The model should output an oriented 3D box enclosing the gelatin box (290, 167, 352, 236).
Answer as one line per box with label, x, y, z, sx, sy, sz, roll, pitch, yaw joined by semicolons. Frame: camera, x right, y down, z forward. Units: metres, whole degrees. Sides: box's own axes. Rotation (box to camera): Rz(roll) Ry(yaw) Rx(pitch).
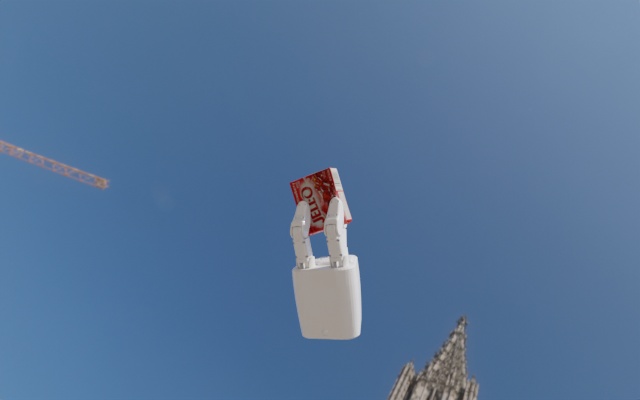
gelatin box;0.000;0.002;0.736;0.073;0.089;0.030;-19;-8;23
